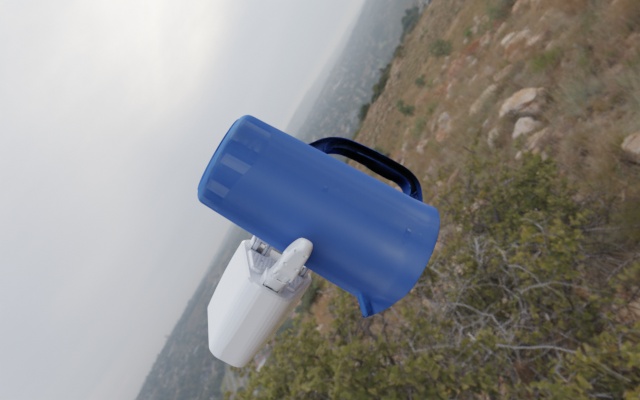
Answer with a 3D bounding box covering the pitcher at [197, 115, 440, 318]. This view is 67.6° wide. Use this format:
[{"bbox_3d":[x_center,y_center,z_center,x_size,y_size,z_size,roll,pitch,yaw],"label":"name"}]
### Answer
[{"bbox_3d":[0.000,0.002,0.529,0.243,0.145,0.149,30,17,-8],"label":"pitcher"}]
